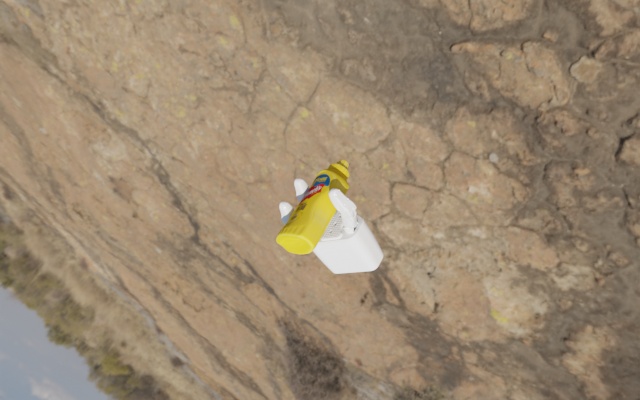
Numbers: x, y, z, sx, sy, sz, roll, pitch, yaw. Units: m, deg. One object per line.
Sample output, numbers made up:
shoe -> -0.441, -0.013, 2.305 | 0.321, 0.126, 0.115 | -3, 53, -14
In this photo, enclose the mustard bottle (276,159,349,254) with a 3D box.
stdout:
mustard bottle -> 0.000, 0.003, 0.840 | 0.058, 0.191, 0.096 | 41, -28, -17
